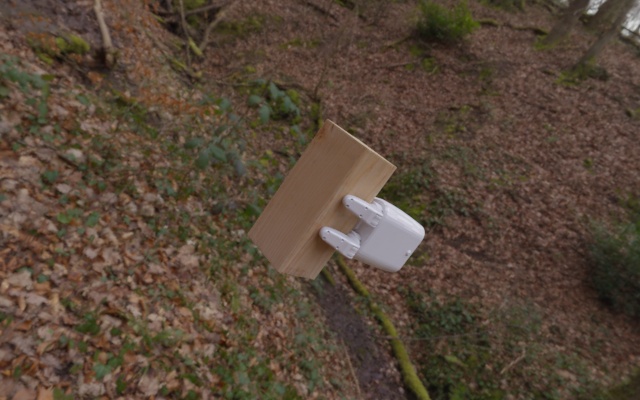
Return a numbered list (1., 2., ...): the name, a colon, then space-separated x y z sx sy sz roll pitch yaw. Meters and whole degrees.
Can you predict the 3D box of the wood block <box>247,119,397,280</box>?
1. wood block: 0.000 0.002 0.690 0.090 0.206 0.090 43 12 37
